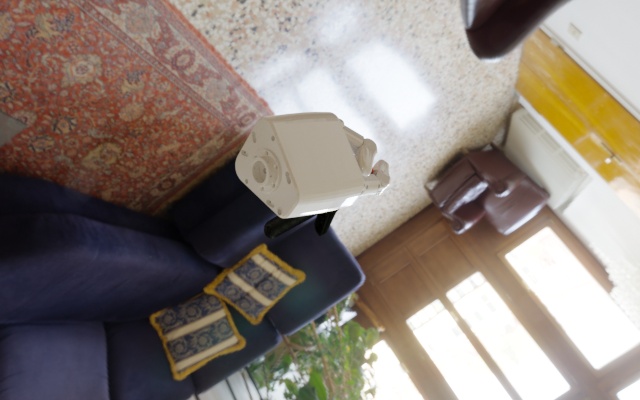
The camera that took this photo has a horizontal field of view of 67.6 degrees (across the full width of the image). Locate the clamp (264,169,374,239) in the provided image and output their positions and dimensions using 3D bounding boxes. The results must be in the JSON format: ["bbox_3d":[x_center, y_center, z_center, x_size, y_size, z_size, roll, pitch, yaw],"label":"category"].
[{"bbox_3d":[0.001,0.003,0.651,0.120,0.039,0.171,-12,-30,-45],"label":"clamp"}]
